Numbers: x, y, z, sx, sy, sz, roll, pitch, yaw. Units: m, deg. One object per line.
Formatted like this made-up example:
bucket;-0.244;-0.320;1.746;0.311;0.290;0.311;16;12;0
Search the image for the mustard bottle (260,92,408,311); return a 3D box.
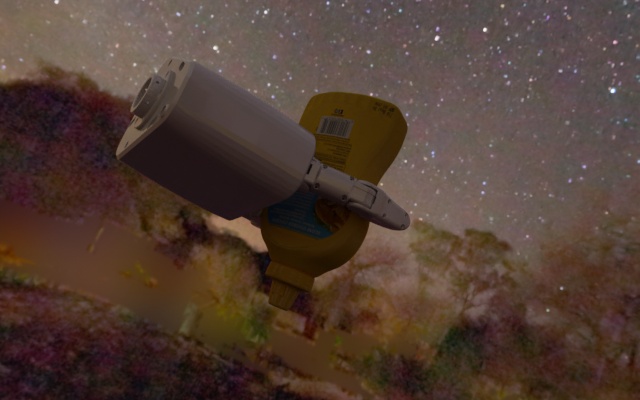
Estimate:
mustard bottle;0.000;0.001;0.413;0.096;0.191;0.058;15;-15;30
